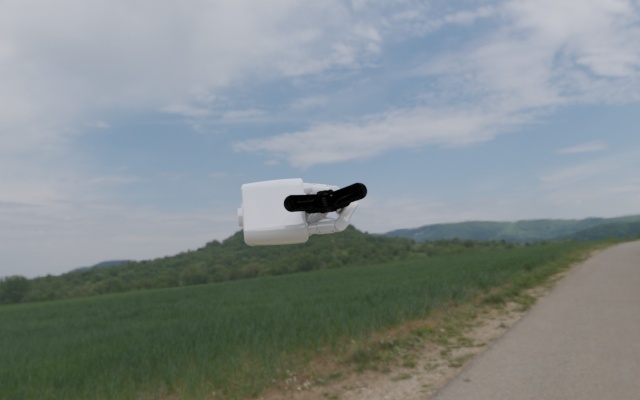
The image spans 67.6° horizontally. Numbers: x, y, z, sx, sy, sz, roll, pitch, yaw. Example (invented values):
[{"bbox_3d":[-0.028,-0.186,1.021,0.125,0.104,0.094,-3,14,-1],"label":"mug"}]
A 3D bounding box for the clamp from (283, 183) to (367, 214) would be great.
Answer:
[{"bbox_3d":[0.000,0.002,0.748,0.120,0.039,0.171,-4,-8,-6],"label":"clamp"}]
